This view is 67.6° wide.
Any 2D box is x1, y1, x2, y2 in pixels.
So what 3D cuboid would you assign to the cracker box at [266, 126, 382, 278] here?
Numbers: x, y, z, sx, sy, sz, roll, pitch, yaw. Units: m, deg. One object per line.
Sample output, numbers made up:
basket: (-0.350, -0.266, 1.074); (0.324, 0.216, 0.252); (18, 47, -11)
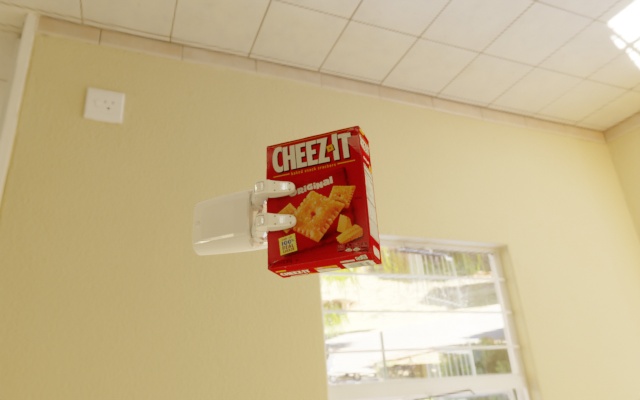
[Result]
cracker box: (0.000, 0.003, 0.752); (0.164, 0.213, 0.072); (-10, -24, 16)
